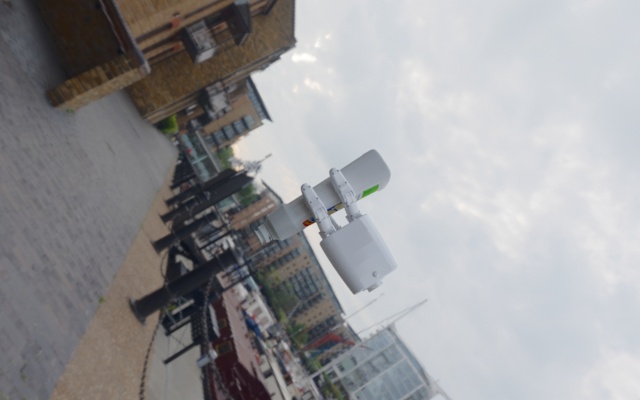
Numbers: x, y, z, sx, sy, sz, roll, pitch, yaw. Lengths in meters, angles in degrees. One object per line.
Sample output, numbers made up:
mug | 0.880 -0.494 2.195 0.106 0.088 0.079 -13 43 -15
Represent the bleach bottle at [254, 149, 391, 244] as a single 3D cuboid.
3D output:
bleach bottle | 0.000 0.003 0.838 0.251 0.068 0.102 -30 -10 -11
